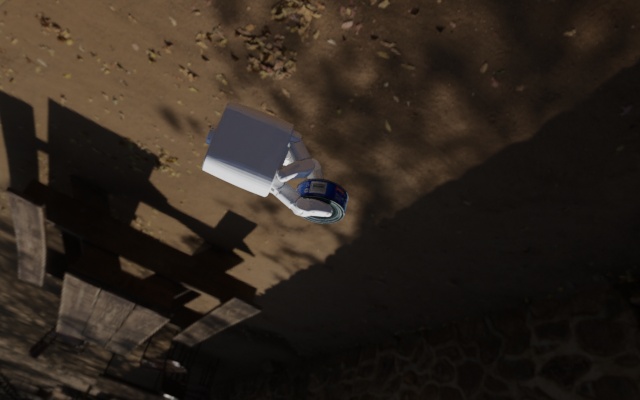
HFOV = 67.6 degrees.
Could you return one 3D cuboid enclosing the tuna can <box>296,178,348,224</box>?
[{"bbox_3d":[0.000,0.003,0.765,0.086,0.033,0.086,9,-31,5],"label":"tuna can"}]
